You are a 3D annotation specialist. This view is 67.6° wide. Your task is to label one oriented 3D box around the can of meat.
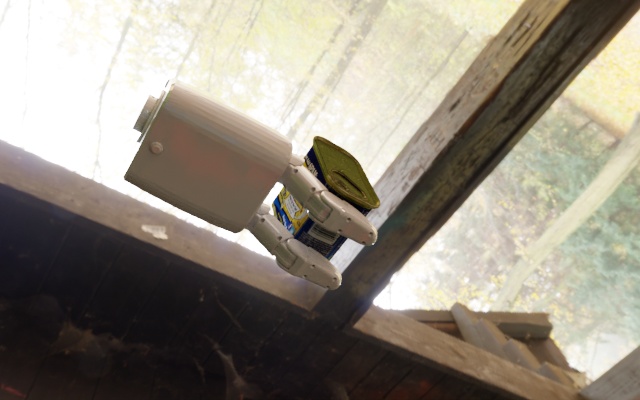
[{"bbox_3d":[0.000,0.002,0.449,0.057,0.084,0.102,26,24,-27],"label":"can of meat"}]
